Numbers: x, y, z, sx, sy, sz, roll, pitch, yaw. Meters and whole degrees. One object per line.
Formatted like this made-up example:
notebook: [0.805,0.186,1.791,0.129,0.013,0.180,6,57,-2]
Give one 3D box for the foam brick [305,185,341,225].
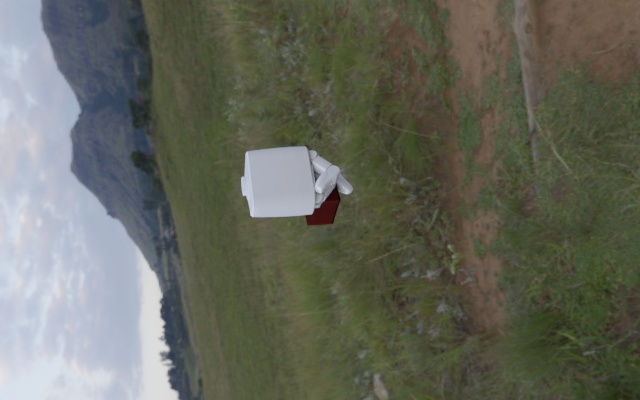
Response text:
foam brick: [0.000,0.003,0.877,0.051,0.053,0.078,-5,-36,-15]
